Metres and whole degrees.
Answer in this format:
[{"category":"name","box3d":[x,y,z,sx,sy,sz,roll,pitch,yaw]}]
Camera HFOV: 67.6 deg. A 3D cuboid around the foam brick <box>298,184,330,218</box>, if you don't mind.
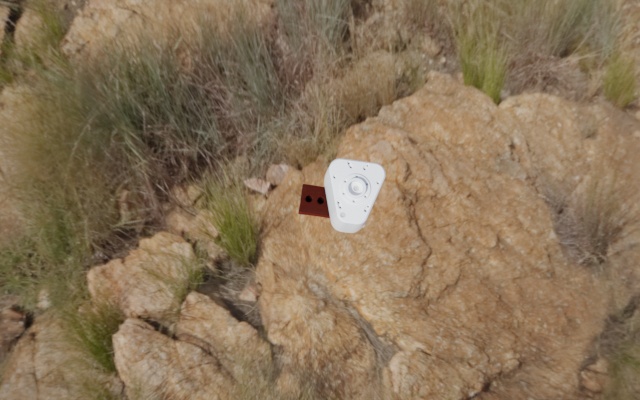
[{"category":"foam brick","box3d":[0.000,0.003,0.888,0.078,0.053,0.051,8,-8,0]}]
